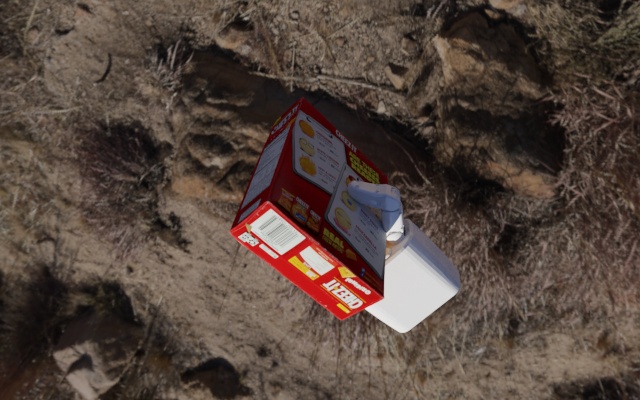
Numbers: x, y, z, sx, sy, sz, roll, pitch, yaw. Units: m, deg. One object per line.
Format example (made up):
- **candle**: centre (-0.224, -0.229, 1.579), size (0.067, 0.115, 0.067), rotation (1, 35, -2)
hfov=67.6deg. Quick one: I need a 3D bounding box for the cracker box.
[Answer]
- **cracker box**: centre (0.000, 0.002, 0.549), size (0.072, 0.213, 0.164), rotation (-36, -65, 30)
